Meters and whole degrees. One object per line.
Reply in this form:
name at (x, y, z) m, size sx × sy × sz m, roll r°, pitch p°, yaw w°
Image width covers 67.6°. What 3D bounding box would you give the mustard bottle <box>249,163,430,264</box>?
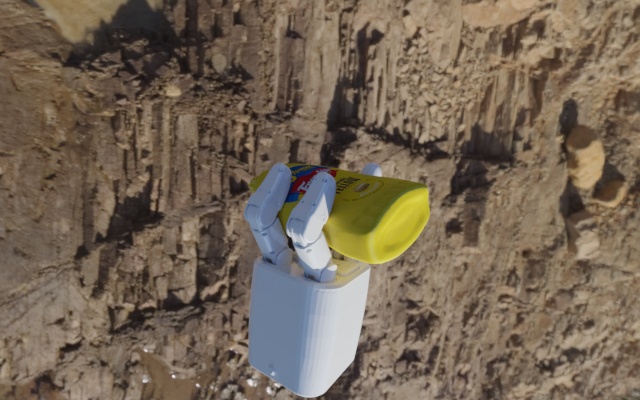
mustard bottle at (0.000, 0.001, 0.461) m, size 0.191 × 0.058 × 0.096 m, roll 14°, pitch 37°, yaw 40°
